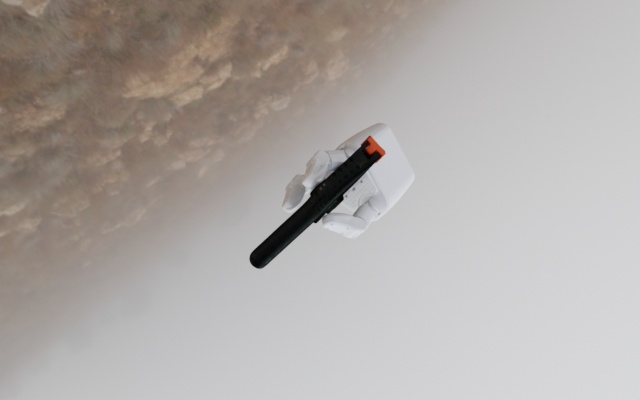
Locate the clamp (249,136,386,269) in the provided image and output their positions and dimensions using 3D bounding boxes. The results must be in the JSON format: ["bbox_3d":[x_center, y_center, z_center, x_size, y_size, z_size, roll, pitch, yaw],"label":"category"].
[{"bbox_3d":[0.001,0.002,0.597,0.210,0.036,0.164,-46,-4,42],"label":"clamp"}]
